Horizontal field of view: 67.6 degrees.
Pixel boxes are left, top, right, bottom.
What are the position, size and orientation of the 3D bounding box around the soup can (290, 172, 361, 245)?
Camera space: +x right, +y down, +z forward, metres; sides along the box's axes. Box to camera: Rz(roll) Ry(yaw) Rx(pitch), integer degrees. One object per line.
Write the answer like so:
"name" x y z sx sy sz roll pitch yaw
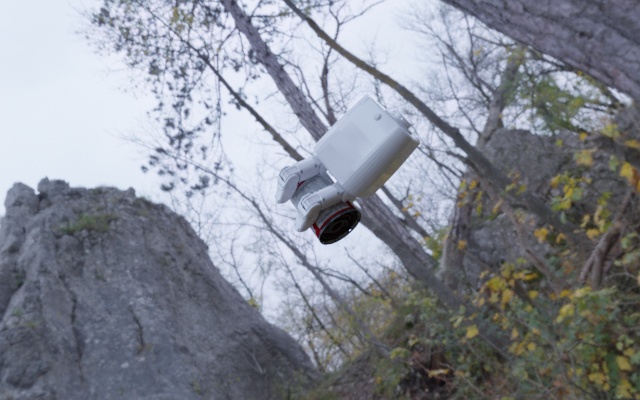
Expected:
"soup can" 0.000 0.002 0.668 0.068 0.068 0.102 0 44 -49
